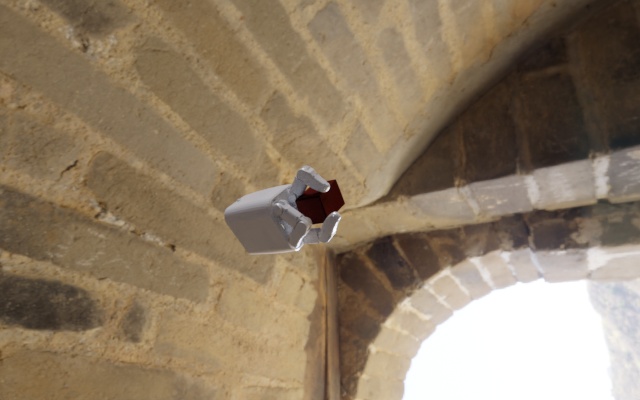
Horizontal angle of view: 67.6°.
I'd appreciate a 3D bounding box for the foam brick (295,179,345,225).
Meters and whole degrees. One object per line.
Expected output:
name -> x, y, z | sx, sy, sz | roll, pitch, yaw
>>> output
foam brick -> 0.000, 0.003, 0.851 | 0.051, 0.053, 0.078 | -11, 18, 30
